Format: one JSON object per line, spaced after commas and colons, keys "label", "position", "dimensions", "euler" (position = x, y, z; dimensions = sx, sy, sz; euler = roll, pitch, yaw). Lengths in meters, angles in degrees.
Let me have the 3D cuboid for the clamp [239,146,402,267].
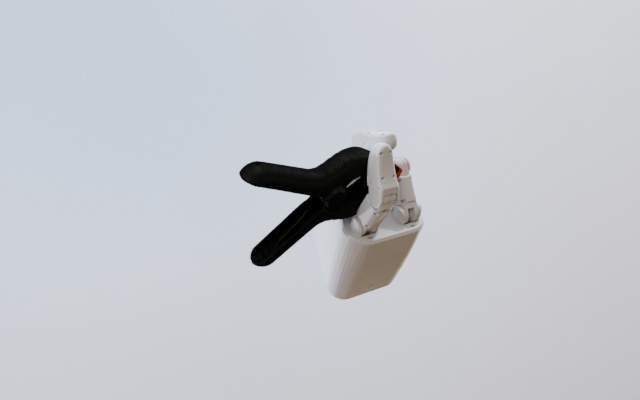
{"label": "clamp", "position": [0.000, 0.001, 0.463], "dimensions": [0.171, 0.120, 0.039], "euler": [-13, 49, -27]}
